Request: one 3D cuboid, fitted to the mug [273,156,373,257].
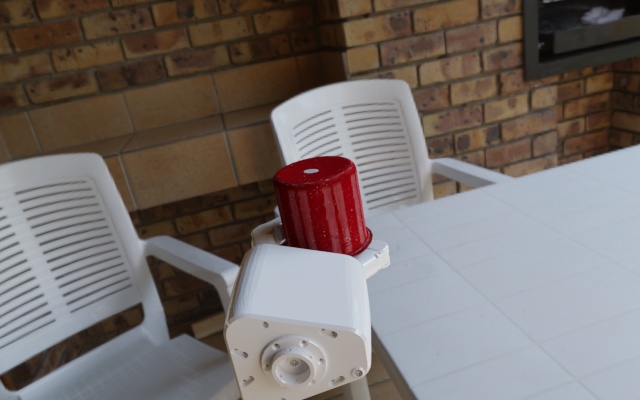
[{"bbox_3d":[0.000,0.001,0.482,0.093,0.081,0.117,-9,22,4],"label":"mug"}]
